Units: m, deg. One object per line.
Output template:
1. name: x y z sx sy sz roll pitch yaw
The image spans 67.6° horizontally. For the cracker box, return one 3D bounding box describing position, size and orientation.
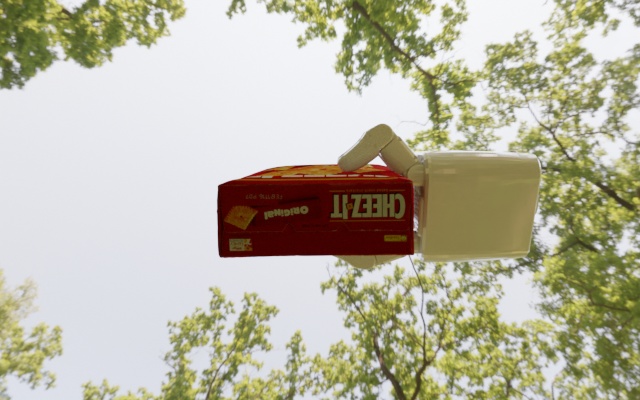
1. cracker box: 0.000 0.002 0.492 0.164 0.072 0.213 -2 6 3
